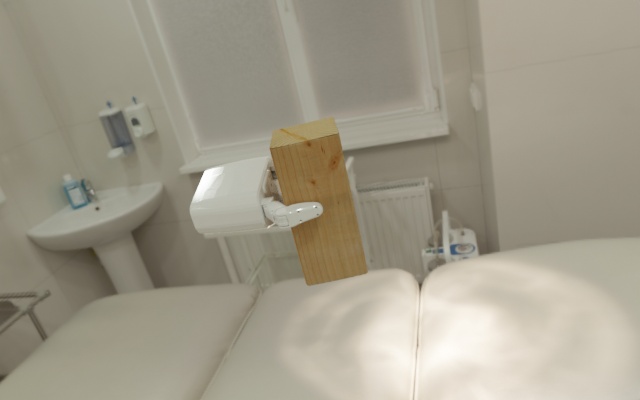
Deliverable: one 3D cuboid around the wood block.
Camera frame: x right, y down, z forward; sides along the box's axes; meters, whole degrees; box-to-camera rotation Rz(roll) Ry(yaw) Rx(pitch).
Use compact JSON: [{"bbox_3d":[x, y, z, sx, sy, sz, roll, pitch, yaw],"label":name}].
[{"bbox_3d":[0.000,0.002,0.664,0.090,0.206,0.090,-12,23,3],"label":"wood block"}]
